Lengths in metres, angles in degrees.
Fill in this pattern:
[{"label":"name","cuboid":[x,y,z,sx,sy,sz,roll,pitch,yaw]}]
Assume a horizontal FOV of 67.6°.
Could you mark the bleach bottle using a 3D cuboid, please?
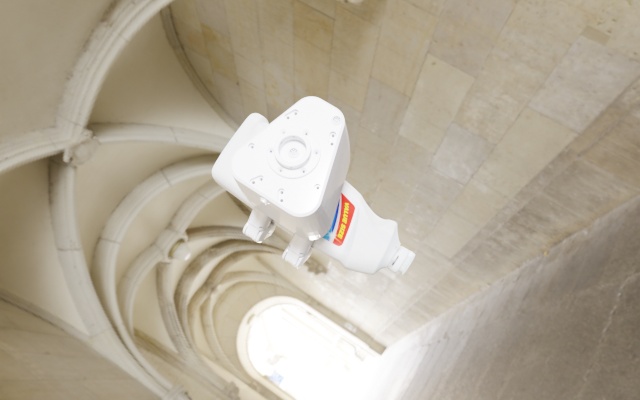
[{"label":"bleach bottle","cuboid":[0.000,0.002,0.565,0.251,0.102,0.068,32,-9,11]}]
